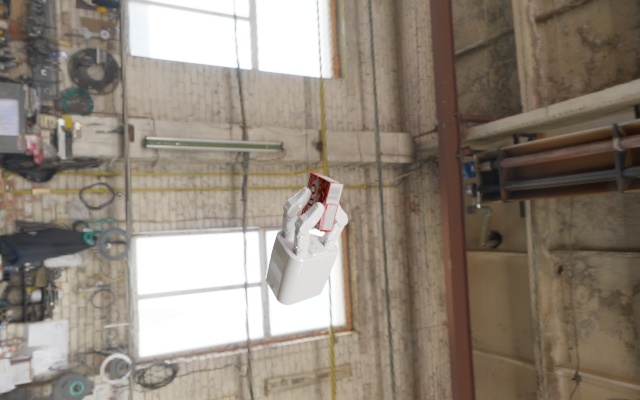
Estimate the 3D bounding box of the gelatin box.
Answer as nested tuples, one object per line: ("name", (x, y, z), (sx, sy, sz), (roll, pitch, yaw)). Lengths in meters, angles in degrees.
("gelatin box", (0.001, 0.002, 0.837), (0.030, 0.089, 0.073), (7, 13, -32))
